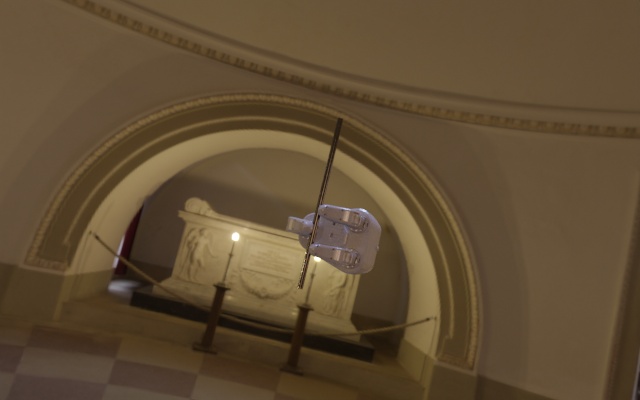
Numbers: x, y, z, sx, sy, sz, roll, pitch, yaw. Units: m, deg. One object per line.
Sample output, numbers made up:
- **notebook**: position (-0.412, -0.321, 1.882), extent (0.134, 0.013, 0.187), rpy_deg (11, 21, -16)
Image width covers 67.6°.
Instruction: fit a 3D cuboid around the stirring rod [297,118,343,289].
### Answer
- **stirring rod**: position (0.000, 0.002, 0.654), extent (0.011, 0.239, 0.011), rpy_deg (13, -6, 1)
